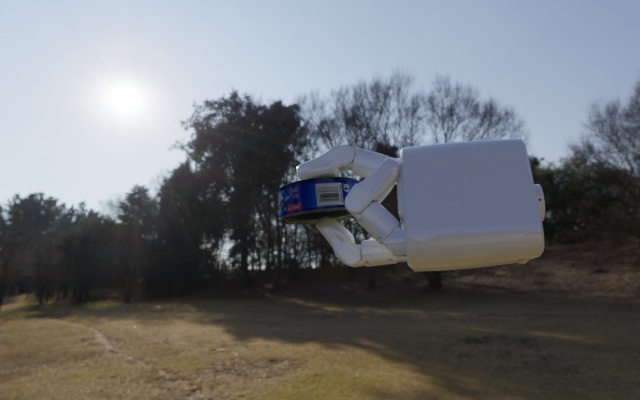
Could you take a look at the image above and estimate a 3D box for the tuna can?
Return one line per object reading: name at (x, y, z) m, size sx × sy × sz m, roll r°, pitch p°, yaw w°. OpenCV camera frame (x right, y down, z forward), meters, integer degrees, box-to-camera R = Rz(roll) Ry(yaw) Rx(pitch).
tuna can at (0.000, 0.001, 0.483) m, size 0.086 × 0.033 × 0.086 m, roll -6°, pitch -10°, yaw -1°
